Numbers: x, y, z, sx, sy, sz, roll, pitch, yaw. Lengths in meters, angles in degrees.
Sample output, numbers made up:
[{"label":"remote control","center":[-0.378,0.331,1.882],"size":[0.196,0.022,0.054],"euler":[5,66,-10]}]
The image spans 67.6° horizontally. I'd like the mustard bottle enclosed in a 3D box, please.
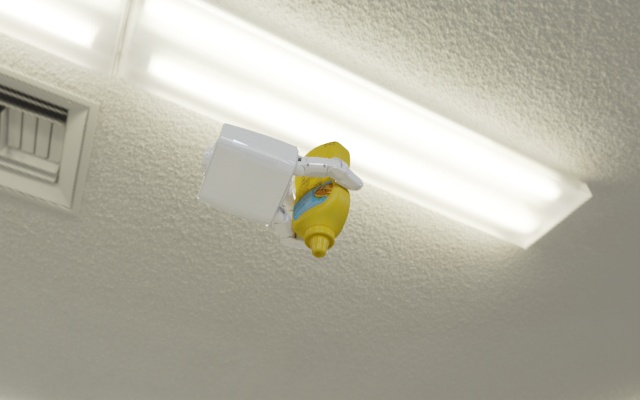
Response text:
[{"label":"mustard bottle","center":[0.000,0.002,0.687],"size":[0.096,0.191,0.058],"euler":[-33,-55,29]}]
